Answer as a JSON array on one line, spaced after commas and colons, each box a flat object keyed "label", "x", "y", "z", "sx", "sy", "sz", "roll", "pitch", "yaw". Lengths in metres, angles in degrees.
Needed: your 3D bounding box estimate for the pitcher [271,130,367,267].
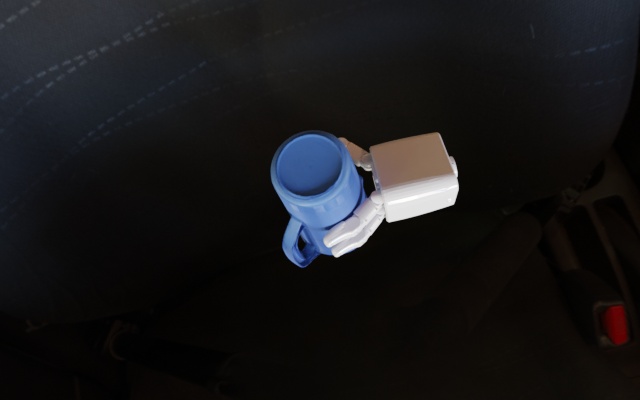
[{"label": "pitcher", "x": 0.000, "y": 0.002, "z": 0.721, "sx": 0.145, "sy": 0.149, "sz": 0.243, "roll": -13, "pitch": -20, "yaw": 6}]
